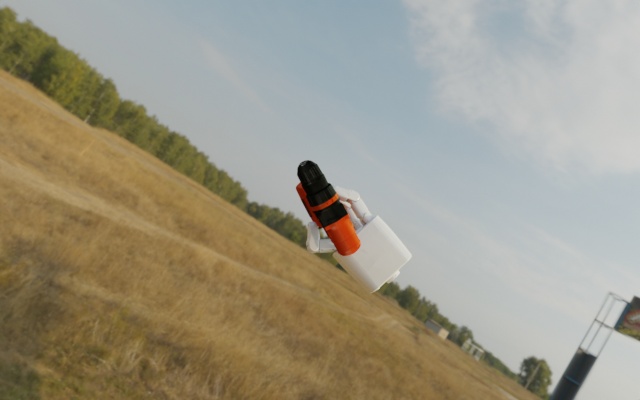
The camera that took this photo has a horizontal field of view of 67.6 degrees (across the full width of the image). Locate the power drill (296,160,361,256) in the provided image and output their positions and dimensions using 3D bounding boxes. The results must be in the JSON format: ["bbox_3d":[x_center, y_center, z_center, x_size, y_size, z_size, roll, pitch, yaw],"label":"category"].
[{"bbox_3d":[0.000,0.003,0.890,0.057,0.184,0.187,-28,13,-3],"label":"power drill"}]
